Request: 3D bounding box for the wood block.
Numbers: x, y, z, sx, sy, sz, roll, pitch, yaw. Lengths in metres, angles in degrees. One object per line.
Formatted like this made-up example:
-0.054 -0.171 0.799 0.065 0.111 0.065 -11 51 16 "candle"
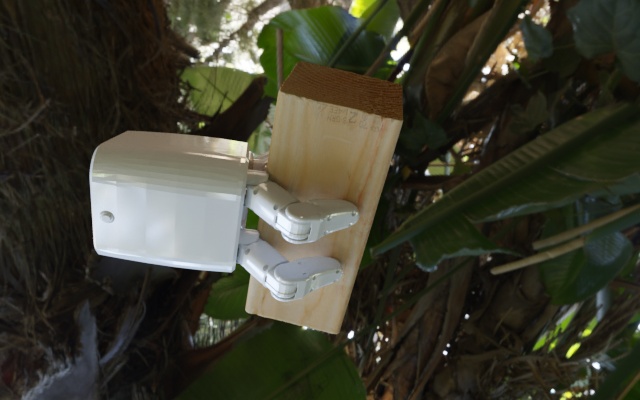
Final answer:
0.000 0.001 0.410 0.090 0.206 0.090 13 31 1 "wood block"
